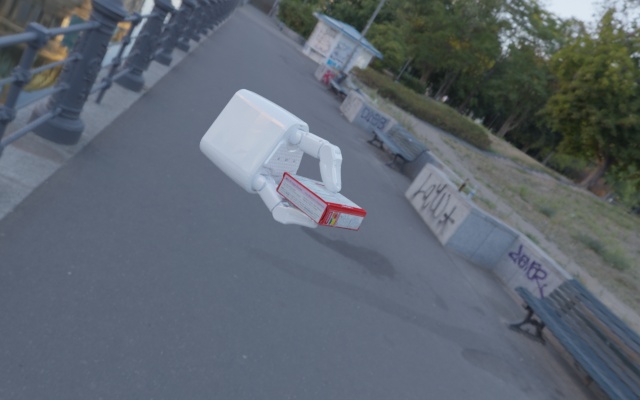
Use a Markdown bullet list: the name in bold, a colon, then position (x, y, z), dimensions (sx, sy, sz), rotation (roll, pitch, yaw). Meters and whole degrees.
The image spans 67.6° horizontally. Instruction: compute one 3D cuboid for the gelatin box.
- **gelatin box**: position (0.001, 0.002, 0.579), dimensions (0.073, 0.030, 0.089), rotation (13, 18, -48)
